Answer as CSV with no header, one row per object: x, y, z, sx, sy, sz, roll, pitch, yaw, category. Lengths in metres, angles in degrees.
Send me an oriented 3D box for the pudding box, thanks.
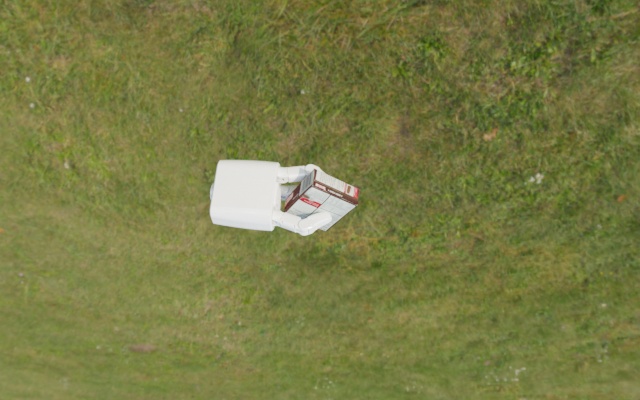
0.000,0.003,0.817,0.090,0.039,0.113,23,-35,-19,pudding box
